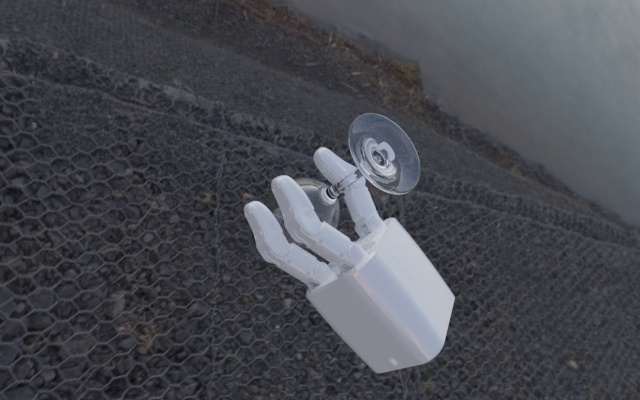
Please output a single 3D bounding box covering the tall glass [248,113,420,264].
[{"bbox_3d":[0.000,0.001,0.460,0.079,0.079,0.201,0,-24,-36],"label":"tall glass"}]
